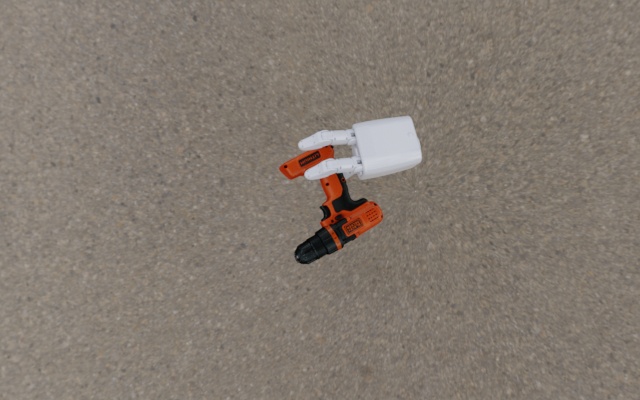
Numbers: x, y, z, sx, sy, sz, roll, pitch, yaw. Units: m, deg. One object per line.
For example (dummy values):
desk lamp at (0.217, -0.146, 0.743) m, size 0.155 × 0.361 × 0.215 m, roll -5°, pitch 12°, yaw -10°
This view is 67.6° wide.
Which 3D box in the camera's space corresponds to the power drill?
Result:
power drill at (0.000, 0.002, 0.879) m, size 0.184 × 0.187 × 0.057 m, roll -30°, pitch 4°, yaw -14°
